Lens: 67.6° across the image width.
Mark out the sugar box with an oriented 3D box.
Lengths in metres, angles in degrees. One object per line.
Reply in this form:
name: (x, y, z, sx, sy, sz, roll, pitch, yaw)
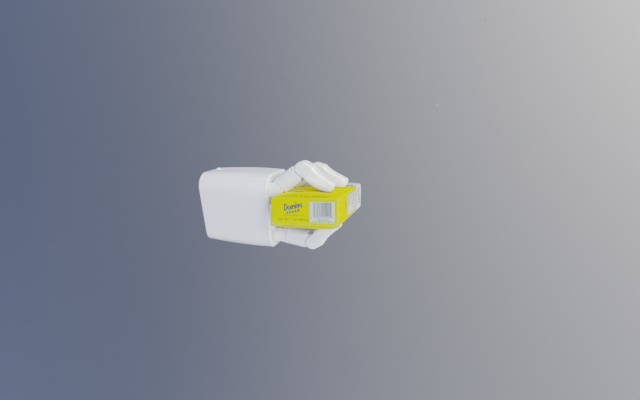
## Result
sugar box: (0.000, 0.002, 0.696, 0.093, 0.048, 0.176, 2, 12, 13)
